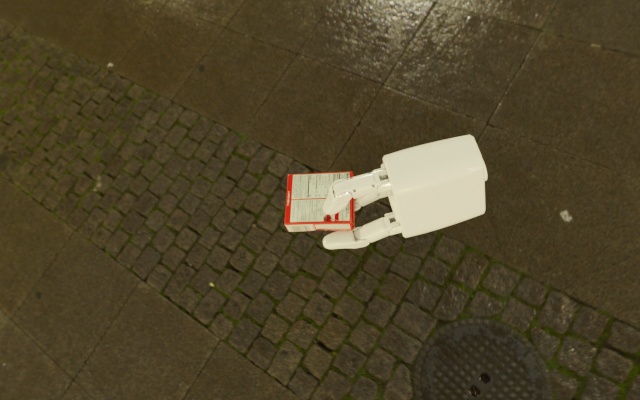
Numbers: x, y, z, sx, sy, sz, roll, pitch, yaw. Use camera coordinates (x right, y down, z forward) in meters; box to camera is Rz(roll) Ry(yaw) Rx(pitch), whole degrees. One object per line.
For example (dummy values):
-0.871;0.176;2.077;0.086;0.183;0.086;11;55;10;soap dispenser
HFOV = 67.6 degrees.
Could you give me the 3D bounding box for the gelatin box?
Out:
0.000;0.002;0.623;0.089;0.073;0.030;-2;-24;8;gelatin box
